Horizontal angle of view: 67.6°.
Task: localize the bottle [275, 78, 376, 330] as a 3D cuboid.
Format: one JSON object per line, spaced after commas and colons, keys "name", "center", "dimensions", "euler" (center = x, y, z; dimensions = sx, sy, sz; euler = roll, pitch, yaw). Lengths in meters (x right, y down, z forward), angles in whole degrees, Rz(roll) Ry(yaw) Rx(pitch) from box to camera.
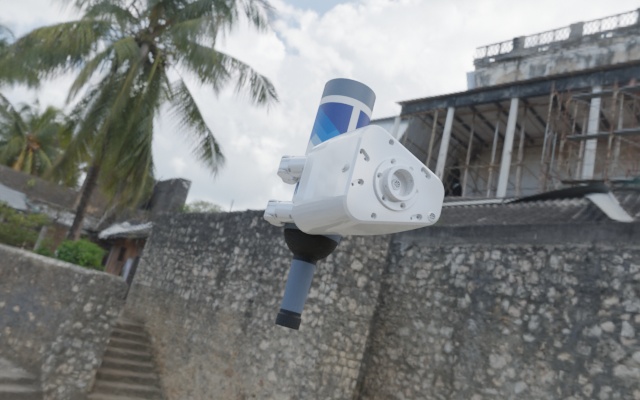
{"name": "bottle", "center": [0.000, 0.002, 0.562], "dimensions": [0.069, 0.295, 0.069], "euler": [14, -14, 4]}
